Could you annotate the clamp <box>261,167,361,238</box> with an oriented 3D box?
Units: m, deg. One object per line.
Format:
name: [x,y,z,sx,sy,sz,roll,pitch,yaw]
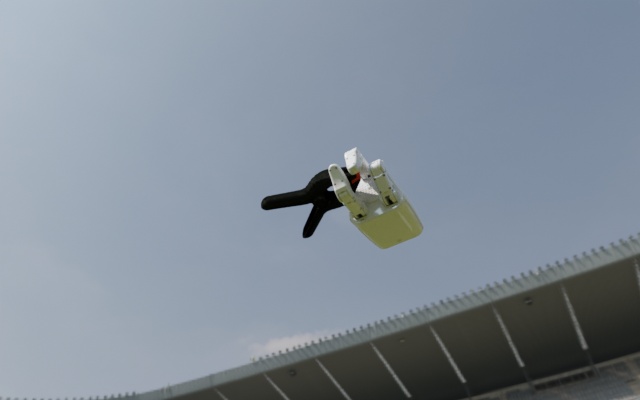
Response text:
clamp: [0.000,0.002,0.802,0.171,0.039,0.120,-24,-41,19]
